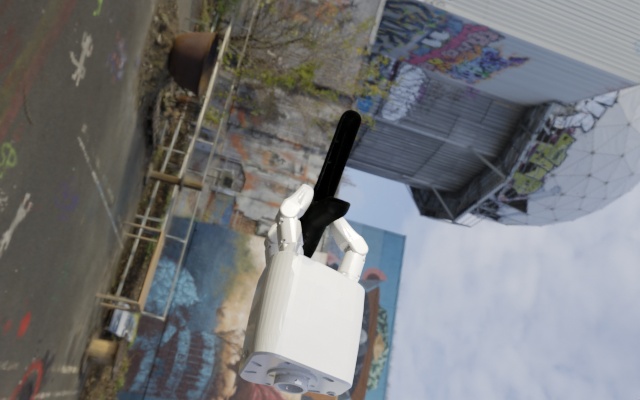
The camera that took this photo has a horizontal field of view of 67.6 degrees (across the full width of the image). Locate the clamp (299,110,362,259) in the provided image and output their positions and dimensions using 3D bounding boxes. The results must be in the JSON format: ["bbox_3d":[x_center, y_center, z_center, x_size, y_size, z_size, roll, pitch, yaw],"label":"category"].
[{"bbox_3d":[0.001,0.003,0.582,0.036,0.164,0.210,20,-39,-7],"label":"clamp"}]
